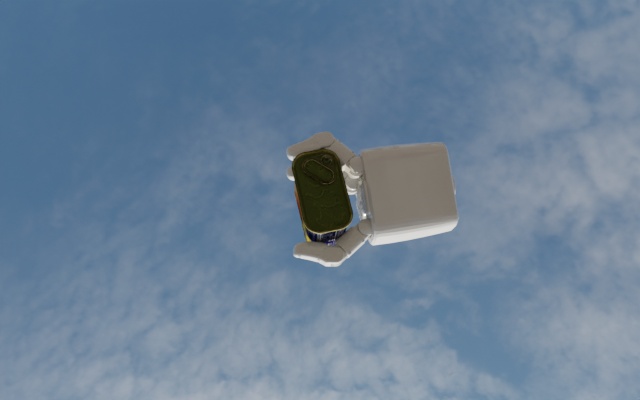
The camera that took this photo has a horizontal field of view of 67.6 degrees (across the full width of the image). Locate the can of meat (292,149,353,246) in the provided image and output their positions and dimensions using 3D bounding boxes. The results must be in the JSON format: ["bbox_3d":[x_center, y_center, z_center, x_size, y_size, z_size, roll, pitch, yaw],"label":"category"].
[{"bbox_3d":[0.000,0.002,0.583,0.057,0.102,0.084,-11,-20,-6],"label":"can of meat"}]
